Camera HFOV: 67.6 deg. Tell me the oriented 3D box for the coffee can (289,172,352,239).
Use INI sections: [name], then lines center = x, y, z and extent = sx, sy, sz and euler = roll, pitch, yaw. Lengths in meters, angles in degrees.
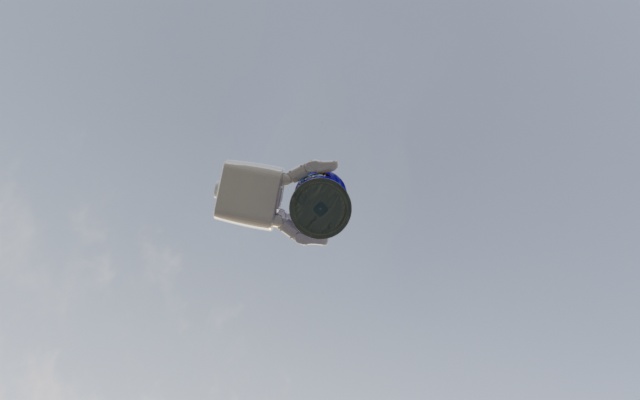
[coffee can]
center = 0.000, 0.003, 0.846
extent = 0.103, 0.103, 0.140
euler = 0, 9, 0
